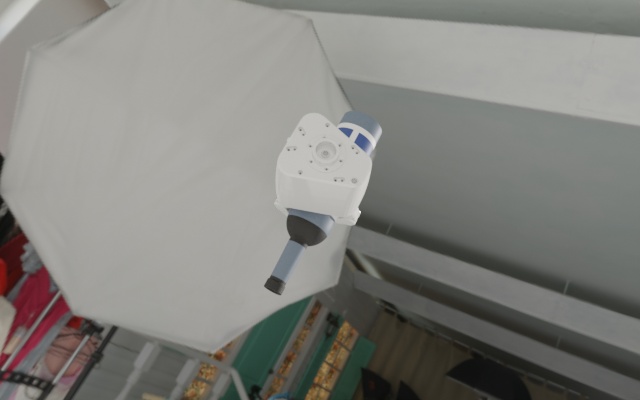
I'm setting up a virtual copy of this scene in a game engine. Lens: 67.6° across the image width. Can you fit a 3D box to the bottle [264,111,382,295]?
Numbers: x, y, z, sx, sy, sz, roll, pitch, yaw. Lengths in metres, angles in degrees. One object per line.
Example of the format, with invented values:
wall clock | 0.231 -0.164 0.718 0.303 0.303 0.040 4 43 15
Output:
bottle | 0.000 0.002 0.704 0.069 0.295 0.069 25 -19 9
